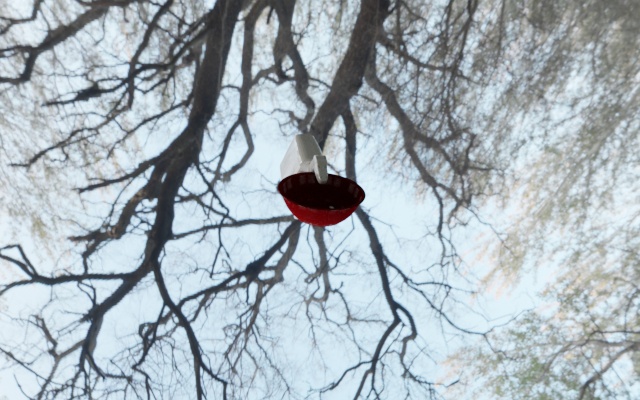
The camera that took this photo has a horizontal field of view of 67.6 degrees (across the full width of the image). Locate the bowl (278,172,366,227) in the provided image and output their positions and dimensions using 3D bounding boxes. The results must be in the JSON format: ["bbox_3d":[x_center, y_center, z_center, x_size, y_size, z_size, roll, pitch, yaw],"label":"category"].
[{"bbox_3d":[0.000,0.004,0.881,0.162,0.055,0.162,5,26,-3],"label":"bowl"}]
